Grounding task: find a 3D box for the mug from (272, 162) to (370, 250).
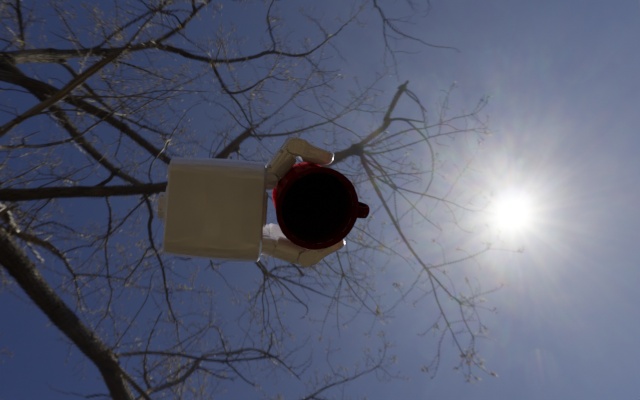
[{"bbox_3d":[0.001,0.002,0.561,0.117,0.093,0.081,6,11,-15],"label":"mug"}]
